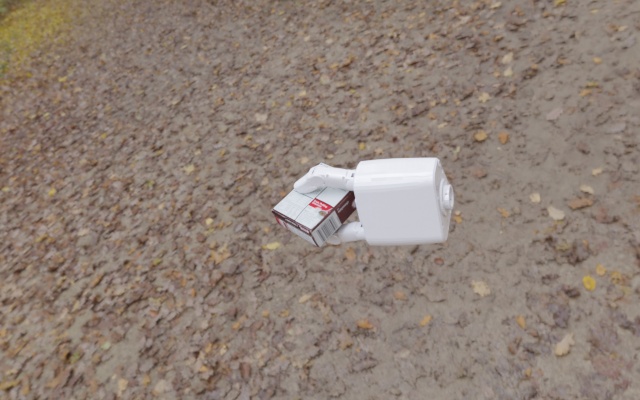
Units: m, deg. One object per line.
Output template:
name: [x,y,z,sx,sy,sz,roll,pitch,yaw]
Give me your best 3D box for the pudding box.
pudding box: [0.000,0.002,0.682,0.113,0.039,0.090,-44,44,-21]
